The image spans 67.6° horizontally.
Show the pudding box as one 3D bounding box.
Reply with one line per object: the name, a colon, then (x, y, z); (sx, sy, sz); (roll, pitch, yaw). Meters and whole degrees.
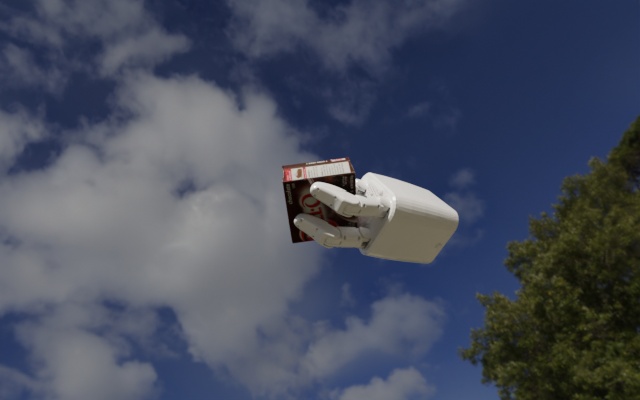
pudding box: (0.000, 0.002, 0.620); (0.090, 0.114, 0.039); (-8, 40, -3)
